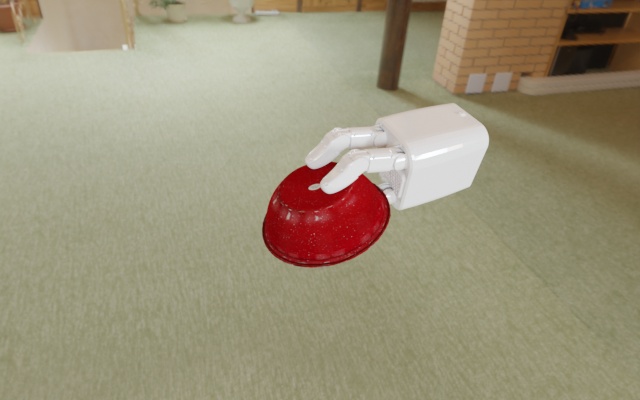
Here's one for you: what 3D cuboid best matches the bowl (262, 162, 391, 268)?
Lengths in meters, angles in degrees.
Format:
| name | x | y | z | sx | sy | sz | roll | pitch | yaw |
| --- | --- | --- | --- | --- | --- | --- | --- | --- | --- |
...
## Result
| name | x | y | z | sx | sy | sz | roll | pitch | yaw |
| --- | --- | --- | --- | --- | --- | --- | --- | --- | --- |
| bowl | -0.001 | 0.002 | 0.570 | 0.162 | 0.055 | 0.162 | -10 | 40 | 8 |
